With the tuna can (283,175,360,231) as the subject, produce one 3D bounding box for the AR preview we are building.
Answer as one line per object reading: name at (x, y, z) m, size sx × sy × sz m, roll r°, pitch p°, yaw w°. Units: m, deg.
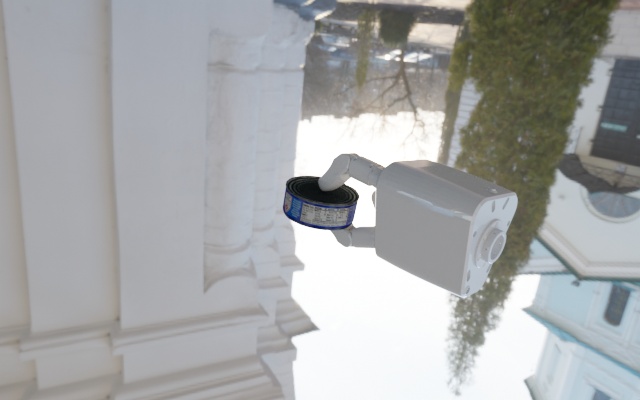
tuna can at (0.000, 0.002, 0.550) m, size 0.086 × 0.034 × 0.086 m, roll 9°, pitch 21°, yaw -4°
